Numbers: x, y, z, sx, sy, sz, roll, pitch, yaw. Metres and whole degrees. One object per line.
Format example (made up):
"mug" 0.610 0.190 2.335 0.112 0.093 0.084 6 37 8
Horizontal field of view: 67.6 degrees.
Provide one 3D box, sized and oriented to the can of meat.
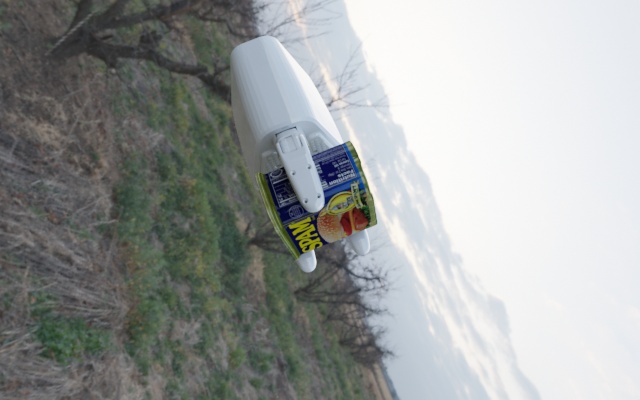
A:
"can of meat" 0.000 0.001 0.419 0.084 0.057 0.102 -22 -27 0
